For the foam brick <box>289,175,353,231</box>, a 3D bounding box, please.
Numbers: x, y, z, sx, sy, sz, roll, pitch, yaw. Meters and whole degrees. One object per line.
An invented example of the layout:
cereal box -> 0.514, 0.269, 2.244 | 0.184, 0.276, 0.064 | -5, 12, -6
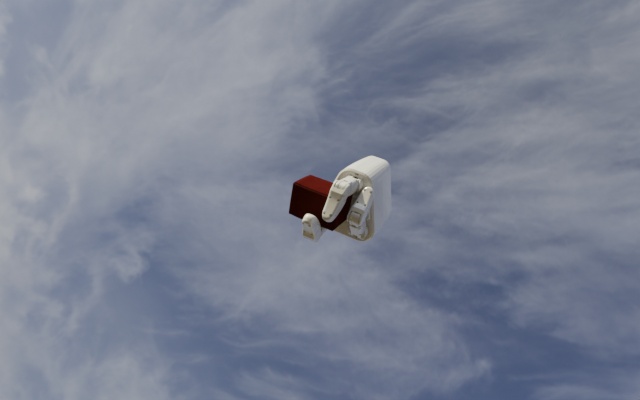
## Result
foam brick -> 0.000, 0.002, 0.714 | 0.078, 0.053, 0.051 | 22, 27, 18
